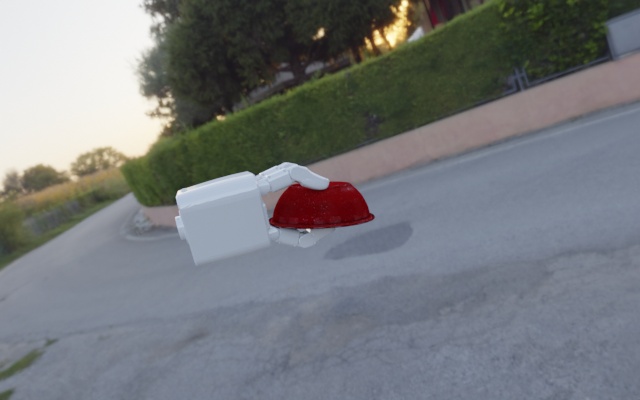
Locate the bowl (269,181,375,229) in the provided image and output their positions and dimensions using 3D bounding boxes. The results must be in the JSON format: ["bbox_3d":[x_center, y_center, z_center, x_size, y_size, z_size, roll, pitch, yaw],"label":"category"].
[{"bbox_3d":[0.001,0.002,0.717,0.162,0.055,0.162,-2,7,0],"label":"bowl"}]
